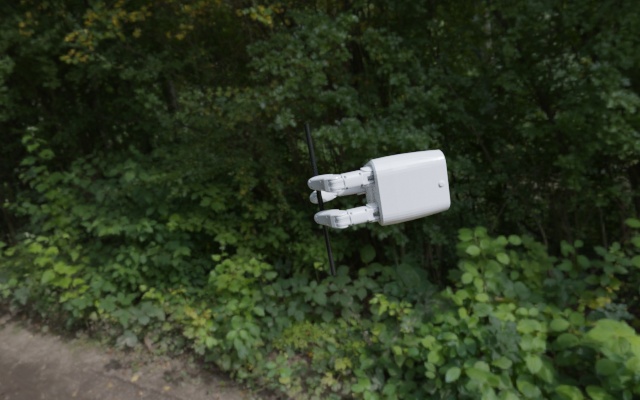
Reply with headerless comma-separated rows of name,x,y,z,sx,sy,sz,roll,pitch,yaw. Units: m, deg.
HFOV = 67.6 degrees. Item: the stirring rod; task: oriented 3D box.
stirring rod,0.000,0.002,0.727,0.011,0.239,0.011,-10,14,2
